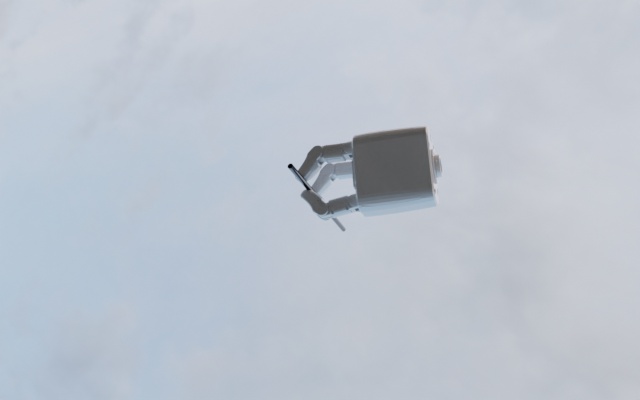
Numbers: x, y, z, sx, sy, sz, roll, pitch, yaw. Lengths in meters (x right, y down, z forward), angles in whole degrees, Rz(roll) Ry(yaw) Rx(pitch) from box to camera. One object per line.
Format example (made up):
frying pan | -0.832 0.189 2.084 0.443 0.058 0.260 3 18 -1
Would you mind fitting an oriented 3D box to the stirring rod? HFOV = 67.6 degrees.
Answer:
stirring rod | 0.000 0.002 0.749 0.011 0.011 0.240 0 -24 22
